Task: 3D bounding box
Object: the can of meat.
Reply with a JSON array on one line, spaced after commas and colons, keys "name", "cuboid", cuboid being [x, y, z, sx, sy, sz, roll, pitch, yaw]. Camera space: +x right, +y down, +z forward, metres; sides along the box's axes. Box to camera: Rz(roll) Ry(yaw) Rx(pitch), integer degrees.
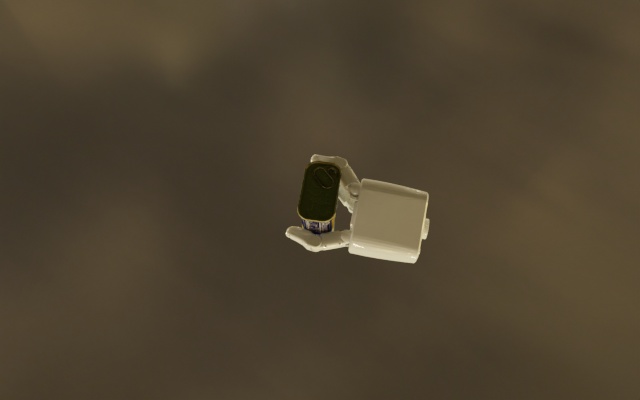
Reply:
[{"name": "can of meat", "cuboid": [0.000, 0.003, 0.758, 0.057, 0.102, 0.084, 7, -25, 5]}]
